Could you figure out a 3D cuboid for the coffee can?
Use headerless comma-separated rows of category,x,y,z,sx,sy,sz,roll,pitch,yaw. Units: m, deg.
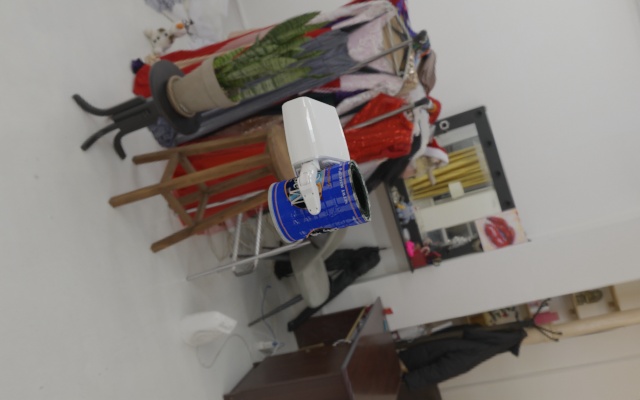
coffee can,0.000,0.003,0.773,0.140,0.103,0.103,-16,-5,16
